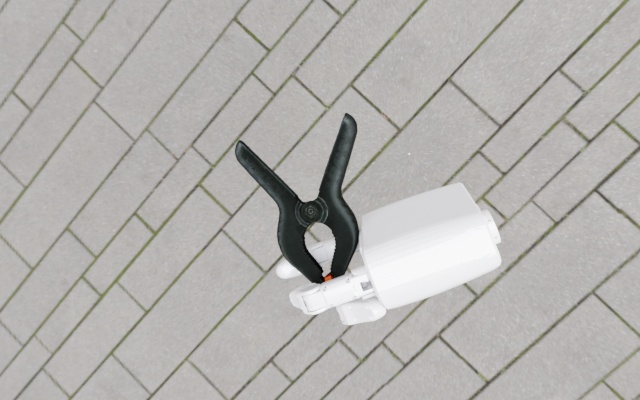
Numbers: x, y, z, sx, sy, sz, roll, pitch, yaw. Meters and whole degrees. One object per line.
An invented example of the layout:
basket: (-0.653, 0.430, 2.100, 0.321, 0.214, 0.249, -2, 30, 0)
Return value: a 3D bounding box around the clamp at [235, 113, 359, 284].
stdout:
clamp: (0.000, 0.002, 0.459, 0.120, 0.171, 0.039, -22, 1, 12)
